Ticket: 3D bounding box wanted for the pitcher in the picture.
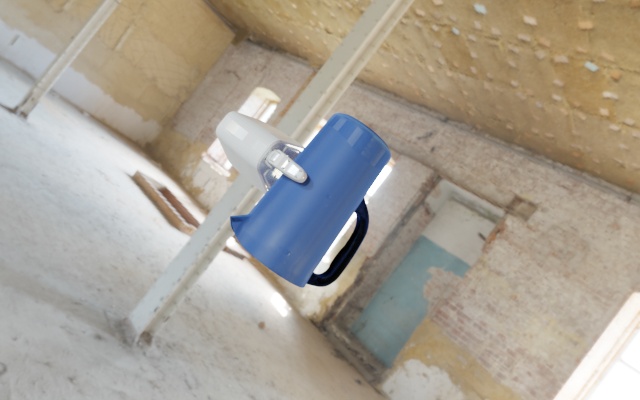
[{"bbox_3d":[0.000,0.002,0.705,0.145,0.243,0.149,37,-2,26],"label":"pitcher"}]
